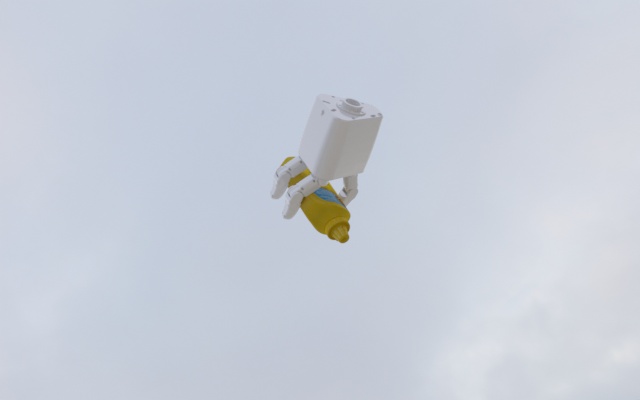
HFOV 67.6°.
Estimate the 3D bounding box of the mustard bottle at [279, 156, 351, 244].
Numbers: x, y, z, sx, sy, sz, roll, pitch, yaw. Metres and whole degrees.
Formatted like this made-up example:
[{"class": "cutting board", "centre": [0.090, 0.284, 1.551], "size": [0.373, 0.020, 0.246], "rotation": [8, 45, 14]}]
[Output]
[{"class": "mustard bottle", "centre": [0.000, 0.003, 0.811], "size": [0.096, 0.058, 0.191], "rotation": [25, 22, -42]}]
